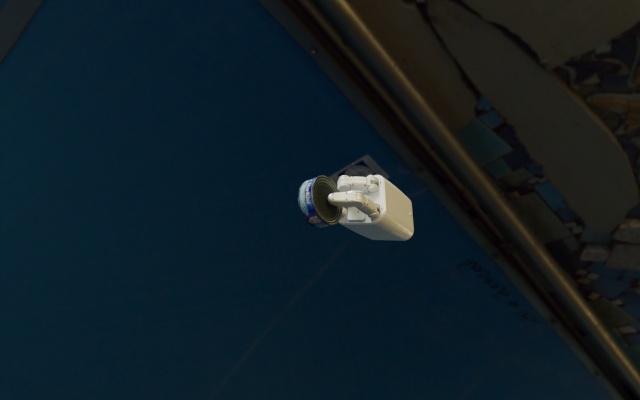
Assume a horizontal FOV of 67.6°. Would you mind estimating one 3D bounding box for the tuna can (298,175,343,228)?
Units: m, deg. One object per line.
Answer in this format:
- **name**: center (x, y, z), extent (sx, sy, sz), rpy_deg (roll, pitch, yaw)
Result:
- **tuna can**: center (0.000, 0.003, 0.816), extent (0.034, 0.086, 0.086), rpy_deg (-17, -10, 34)
